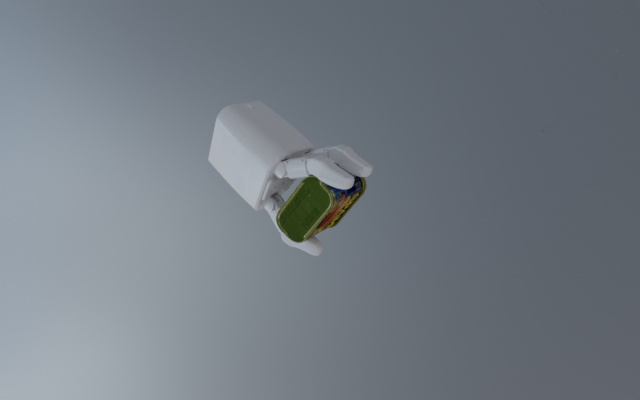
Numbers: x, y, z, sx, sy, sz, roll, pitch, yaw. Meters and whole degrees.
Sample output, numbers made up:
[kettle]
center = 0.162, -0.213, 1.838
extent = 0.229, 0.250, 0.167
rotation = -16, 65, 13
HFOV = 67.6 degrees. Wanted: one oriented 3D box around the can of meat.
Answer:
[can of meat]
center = 0.000, 0.002, 0.619
extent = 0.102, 0.057, 0.084
rotation = -51, -14, 32
